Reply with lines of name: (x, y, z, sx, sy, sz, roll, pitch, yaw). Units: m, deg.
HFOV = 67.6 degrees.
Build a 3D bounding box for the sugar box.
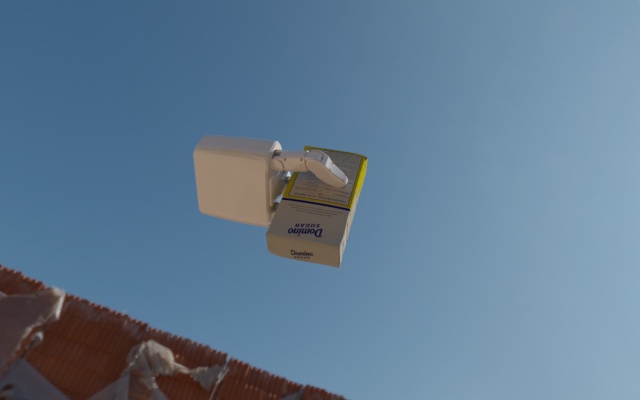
sugar box: (0.000, 0.002, 0.626, 0.093, 0.176, 0.048, 10, -43, 11)
